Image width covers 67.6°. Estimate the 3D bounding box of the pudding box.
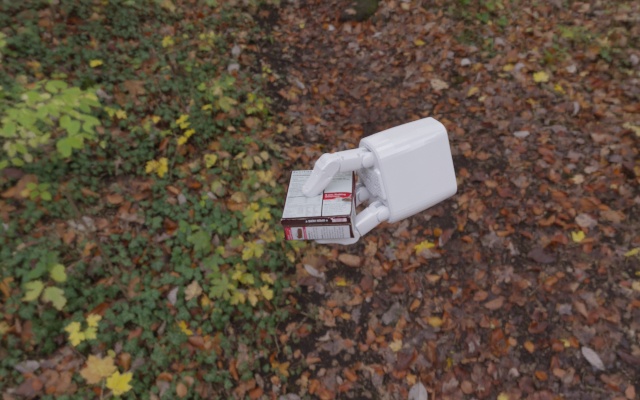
[{"bbox_3d":[0.000,0.002,0.622,0.090,0.039,0.113,-3,35,8],"label":"pudding box"}]
